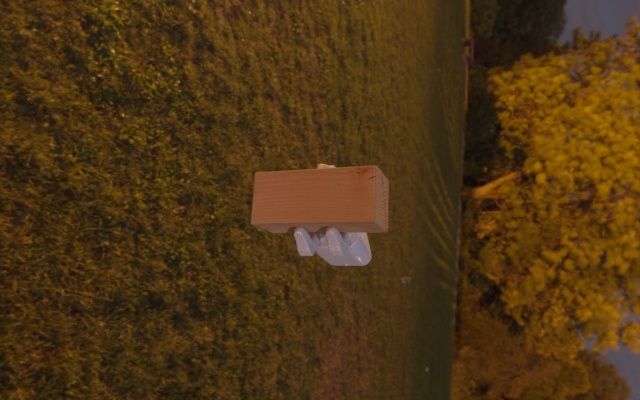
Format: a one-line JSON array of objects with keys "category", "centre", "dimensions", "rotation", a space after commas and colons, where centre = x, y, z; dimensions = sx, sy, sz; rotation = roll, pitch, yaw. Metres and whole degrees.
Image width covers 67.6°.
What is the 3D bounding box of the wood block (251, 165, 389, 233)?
[{"category": "wood block", "centre": [0.000, 0.002, 0.782], "dimensions": [0.206, 0.090, 0.090], "rotation": [-2, -14, 21]}]
